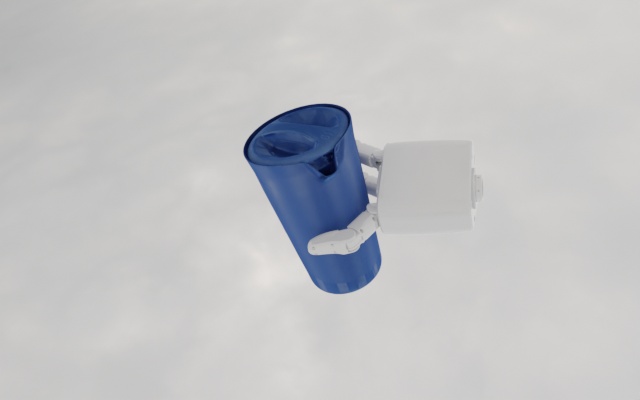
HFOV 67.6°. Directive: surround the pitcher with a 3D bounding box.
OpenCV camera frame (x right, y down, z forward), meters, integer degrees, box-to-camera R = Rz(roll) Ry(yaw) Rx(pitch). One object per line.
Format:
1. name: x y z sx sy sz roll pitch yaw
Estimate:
1. pitcher: 0.000 0.002 0.632 0.145 0.243 0.149 -2 40 23
